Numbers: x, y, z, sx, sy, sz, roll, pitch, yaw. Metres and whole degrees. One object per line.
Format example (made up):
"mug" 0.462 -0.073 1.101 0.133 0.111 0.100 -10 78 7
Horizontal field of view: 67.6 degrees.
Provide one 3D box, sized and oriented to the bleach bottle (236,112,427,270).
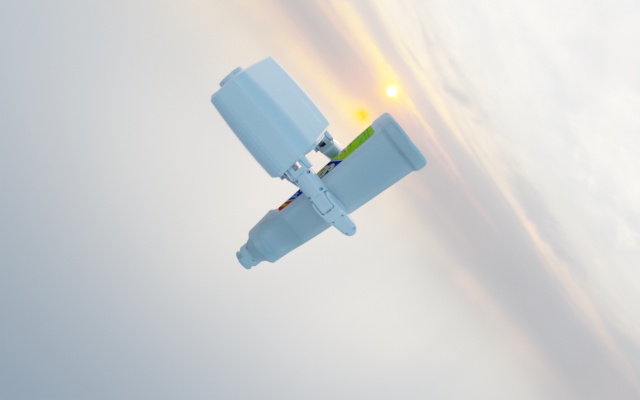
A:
"bleach bottle" 0.000 0.002 0.561 0.251 0.068 0.102 -38 12 12
